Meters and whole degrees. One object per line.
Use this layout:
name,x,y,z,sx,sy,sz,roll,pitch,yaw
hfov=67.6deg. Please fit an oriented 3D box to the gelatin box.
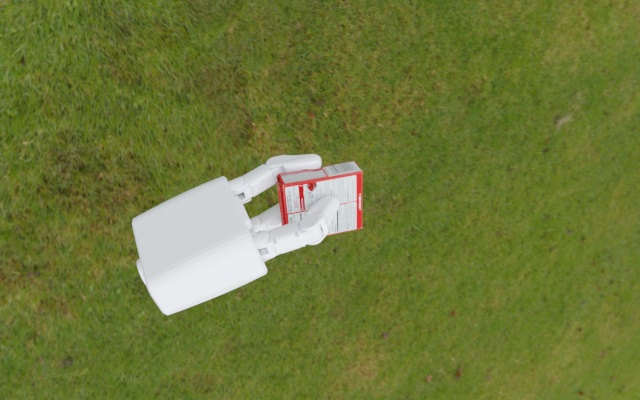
gelatin box,0.001,0.002,0.514,0.089,0.073,0.030,-11,32,-12
